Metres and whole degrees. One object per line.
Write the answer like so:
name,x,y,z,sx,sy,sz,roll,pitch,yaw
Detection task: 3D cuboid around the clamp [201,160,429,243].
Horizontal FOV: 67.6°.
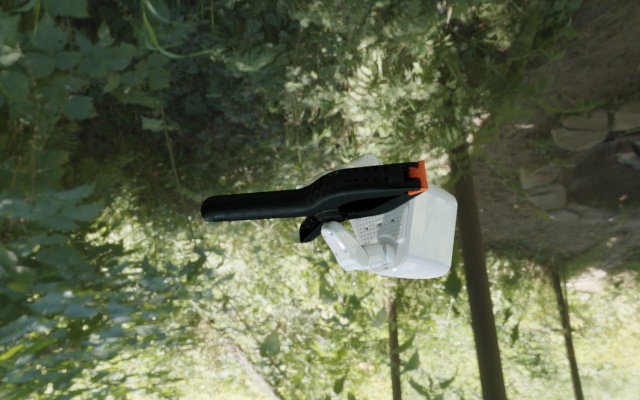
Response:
clamp,0.001,0.002,0.462,0.210,0.036,0.164,-20,-23,40
